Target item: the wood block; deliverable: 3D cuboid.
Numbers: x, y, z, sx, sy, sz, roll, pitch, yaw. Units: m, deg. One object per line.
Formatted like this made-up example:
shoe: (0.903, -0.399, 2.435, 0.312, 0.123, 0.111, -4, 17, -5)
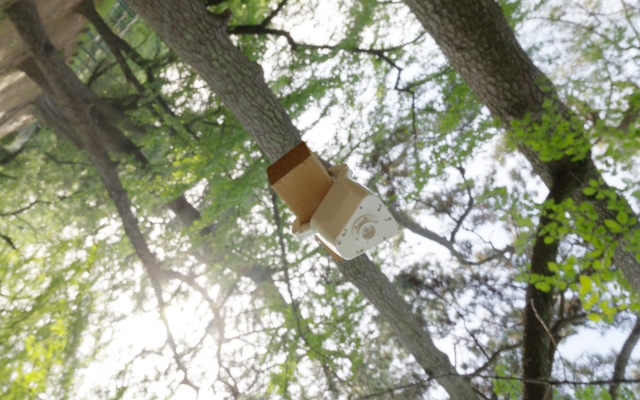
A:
wood block: (0.000, 0.003, 0.892, 0.091, 0.206, 0.090, -36, 26, 6)
